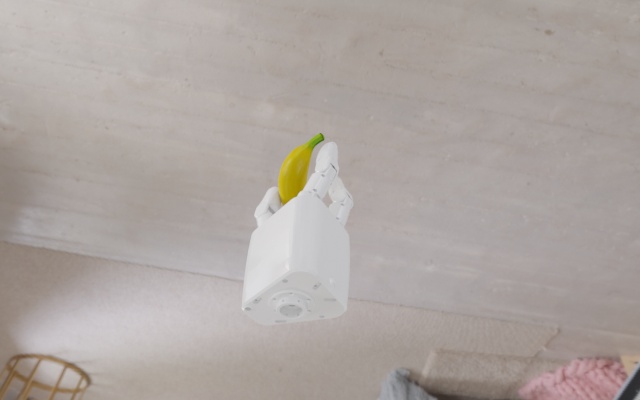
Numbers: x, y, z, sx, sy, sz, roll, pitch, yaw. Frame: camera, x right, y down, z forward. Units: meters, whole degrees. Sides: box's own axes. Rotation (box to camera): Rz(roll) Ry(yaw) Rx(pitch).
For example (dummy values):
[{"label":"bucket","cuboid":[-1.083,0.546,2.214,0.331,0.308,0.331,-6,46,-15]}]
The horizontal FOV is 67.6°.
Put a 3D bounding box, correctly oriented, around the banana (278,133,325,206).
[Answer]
[{"label":"banana","cuboid":[-0.019,0.001,0.653,0.069,0.198,0.037,-5,41,3]}]
